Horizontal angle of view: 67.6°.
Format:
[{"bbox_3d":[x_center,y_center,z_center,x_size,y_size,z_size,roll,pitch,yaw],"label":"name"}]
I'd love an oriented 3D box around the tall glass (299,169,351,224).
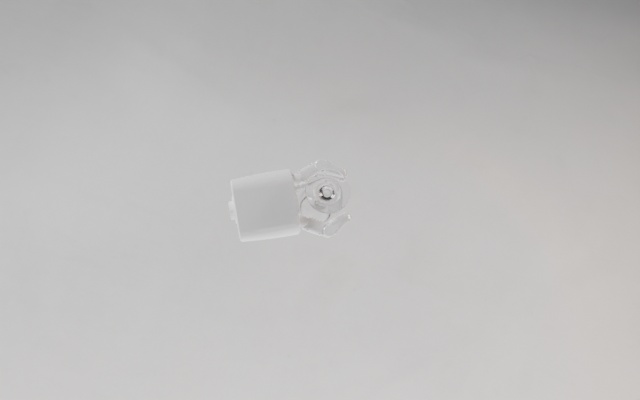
[{"bbox_3d":[0.000,0.003,0.866,0.079,0.079,0.201,0,-11,-7],"label":"tall glass"}]
